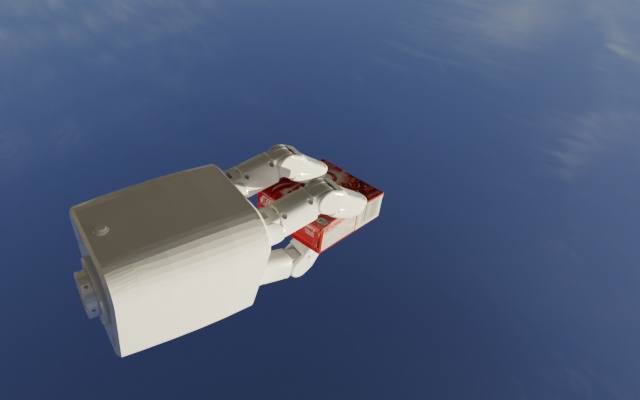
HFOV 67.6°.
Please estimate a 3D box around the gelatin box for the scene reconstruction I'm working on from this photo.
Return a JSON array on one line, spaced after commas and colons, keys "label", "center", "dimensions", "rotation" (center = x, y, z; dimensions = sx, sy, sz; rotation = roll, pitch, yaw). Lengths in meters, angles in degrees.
[{"label": "gelatin box", "center": [0.000, 0.002, 0.419], "dimensions": [0.073, 0.030, 0.089], "rotation": [32, 39, 29]}]
